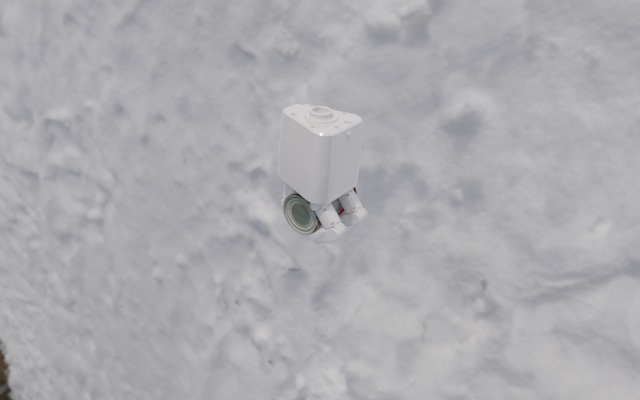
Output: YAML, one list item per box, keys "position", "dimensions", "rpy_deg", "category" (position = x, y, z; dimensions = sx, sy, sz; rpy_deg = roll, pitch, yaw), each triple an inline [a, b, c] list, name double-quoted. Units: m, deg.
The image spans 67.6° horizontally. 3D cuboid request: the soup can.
- position: [0.000, 0.003, 0.735]
  dimensions: [0.068, 0.068, 0.102]
  rpy_deg: [0, 22, 41]
  category: "soup can"
